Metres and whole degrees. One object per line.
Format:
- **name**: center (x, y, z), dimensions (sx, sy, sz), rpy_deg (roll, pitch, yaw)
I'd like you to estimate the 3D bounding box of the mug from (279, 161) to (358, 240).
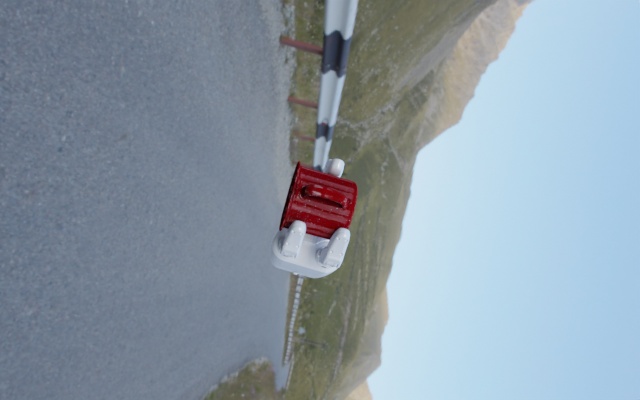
- **mug**: center (0.001, 0.002, 0.603), dimensions (0.081, 0.093, 0.117), rpy_deg (16, -16, -7)
